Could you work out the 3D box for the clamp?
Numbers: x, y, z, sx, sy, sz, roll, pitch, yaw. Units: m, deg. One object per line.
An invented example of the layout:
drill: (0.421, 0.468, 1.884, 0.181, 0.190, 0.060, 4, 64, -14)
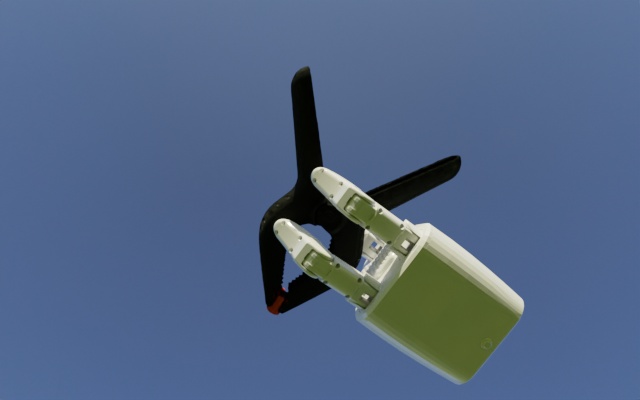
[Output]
clamp: (0.000, 0.002, 0.422, 0.164, 0.210, 0.036, 36, 6, -7)
